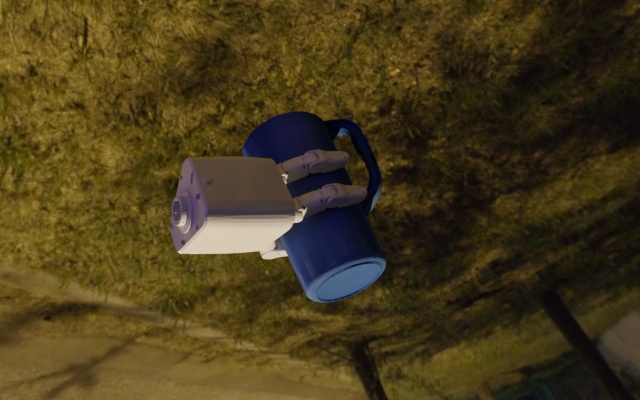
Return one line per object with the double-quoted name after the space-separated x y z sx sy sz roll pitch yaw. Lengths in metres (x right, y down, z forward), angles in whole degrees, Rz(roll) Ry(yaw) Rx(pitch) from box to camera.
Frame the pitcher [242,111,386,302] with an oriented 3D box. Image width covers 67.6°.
0.000 0.002 0.640 0.145 0.242 0.149 0 -40 -36 "pitcher"
